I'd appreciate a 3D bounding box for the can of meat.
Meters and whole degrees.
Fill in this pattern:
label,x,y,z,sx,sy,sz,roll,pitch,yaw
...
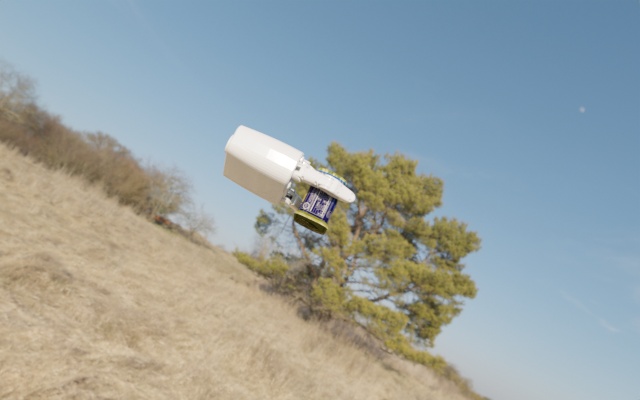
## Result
label,x,y,z,sx,sy,sz,roll,pitch,yaw
can of meat,0.000,0.002,0.777,0.057,0.084,0.102,26,-12,2
